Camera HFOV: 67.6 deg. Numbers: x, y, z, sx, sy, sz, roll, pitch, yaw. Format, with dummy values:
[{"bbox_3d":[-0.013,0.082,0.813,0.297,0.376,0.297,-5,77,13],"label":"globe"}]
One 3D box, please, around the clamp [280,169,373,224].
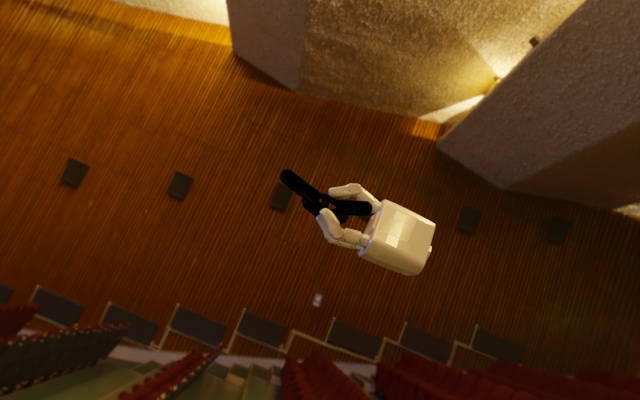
[{"bbox_3d":[0.001,0.002,0.879,0.164,0.036,0.210,25,-13,-1],"label":"clamp"}]
